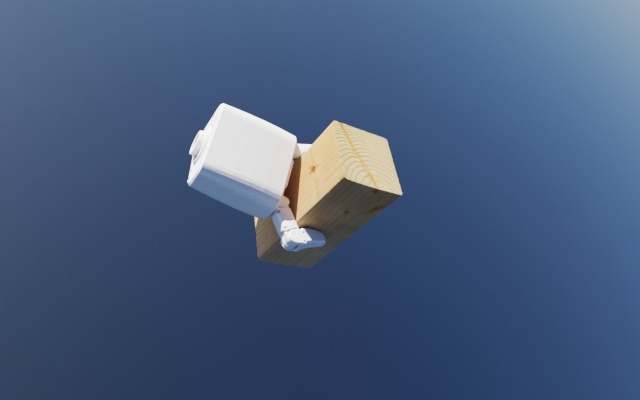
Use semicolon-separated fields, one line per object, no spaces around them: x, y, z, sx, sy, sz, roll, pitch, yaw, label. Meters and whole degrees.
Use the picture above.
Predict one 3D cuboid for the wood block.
0.000;0.002;0.638;0.090;0.090;0.206;14;-39;-32;wood block
